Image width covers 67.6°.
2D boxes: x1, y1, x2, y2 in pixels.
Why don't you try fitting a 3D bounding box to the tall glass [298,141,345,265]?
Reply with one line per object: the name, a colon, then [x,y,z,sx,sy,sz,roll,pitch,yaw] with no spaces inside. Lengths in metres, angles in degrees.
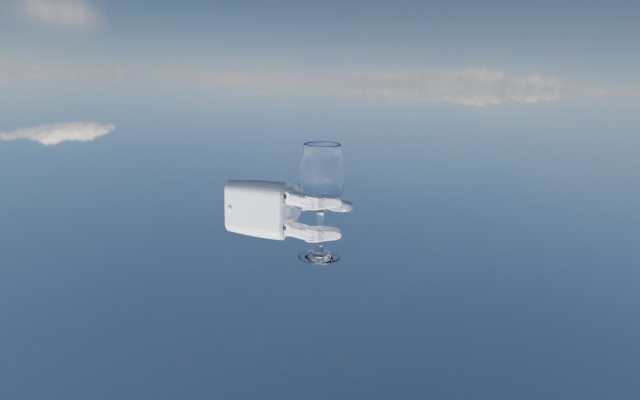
tall glass: [0.000,0.003,0.813,0.079,0.201,0.079,2,14,0]
